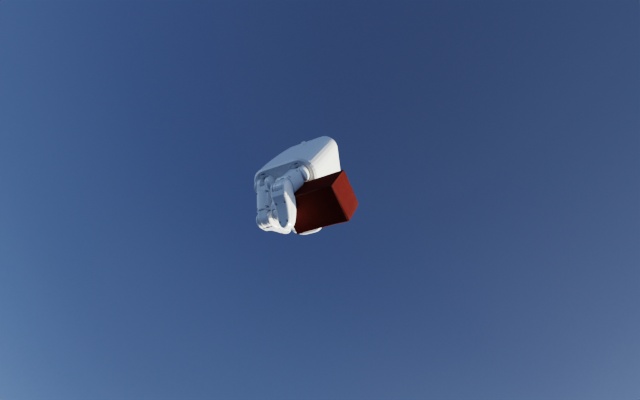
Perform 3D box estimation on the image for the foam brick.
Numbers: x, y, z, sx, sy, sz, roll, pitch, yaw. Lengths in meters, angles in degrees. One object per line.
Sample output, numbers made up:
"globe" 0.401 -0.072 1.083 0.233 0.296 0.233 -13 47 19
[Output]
"foam brick" 0.000 0.002 0.610 0.078 0.053 0.051 -15 19 29
